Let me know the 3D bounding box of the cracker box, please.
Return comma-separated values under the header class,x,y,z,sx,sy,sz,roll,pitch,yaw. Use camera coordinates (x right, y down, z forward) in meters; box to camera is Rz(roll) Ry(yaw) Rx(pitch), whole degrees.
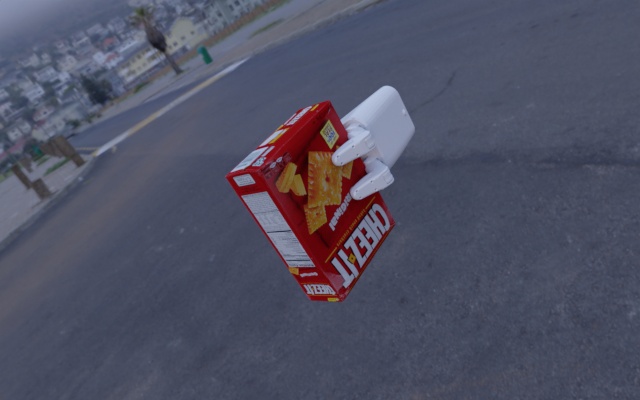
class,x,y,z,sx,sy,sz,roll,pitch,yaw
cracker box,0.000,0.002,0.637,0.072,0.214,0.164,-7,33,45
